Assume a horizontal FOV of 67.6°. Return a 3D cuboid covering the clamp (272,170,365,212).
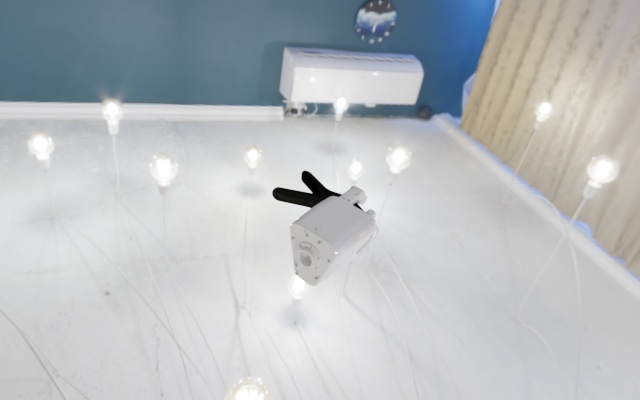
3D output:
[{"bbox_3d":[0.000,0.003,0.857,0.171,0.039,0.120,30,38,25],"label":"clamp"}]
